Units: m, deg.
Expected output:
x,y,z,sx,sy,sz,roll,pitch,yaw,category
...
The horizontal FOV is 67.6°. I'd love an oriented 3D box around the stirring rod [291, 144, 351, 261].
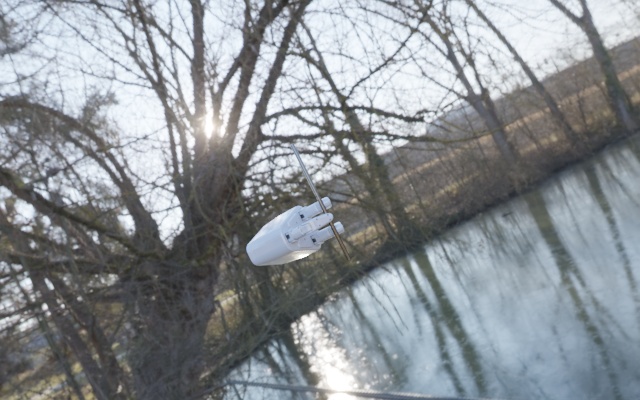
x,y,z,sx,sy,sz,roll,pitch,yaw,category
0.000,0.003,0.896,0.011,0.239,0.011,-26,-2,-1,stirring rod
